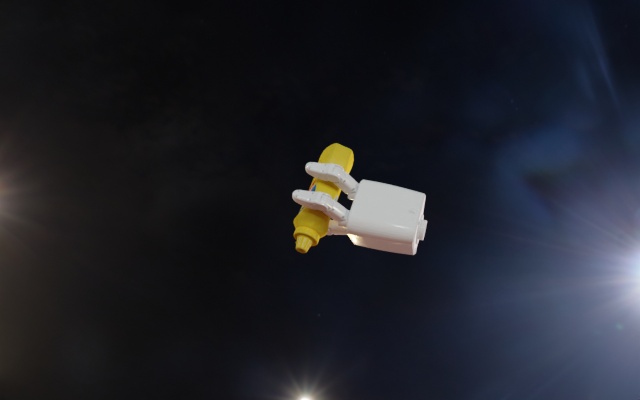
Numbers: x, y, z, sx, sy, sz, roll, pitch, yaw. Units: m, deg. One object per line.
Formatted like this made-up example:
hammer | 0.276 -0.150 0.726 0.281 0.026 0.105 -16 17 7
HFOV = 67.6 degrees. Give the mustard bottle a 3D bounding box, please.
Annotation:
mustard bottle | 0.000 0.002 0.799 0.058 0.191 0.096 24 -31 -5
